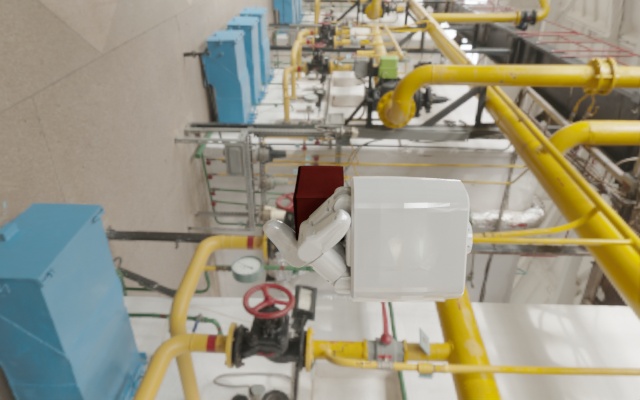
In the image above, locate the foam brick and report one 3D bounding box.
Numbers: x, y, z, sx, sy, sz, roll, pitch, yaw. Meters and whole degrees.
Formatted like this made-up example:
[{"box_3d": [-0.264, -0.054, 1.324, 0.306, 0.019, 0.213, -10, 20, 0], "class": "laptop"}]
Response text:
[{"box_3d": [0.000, 0.001, 0.514, 0.051, 0.053, 0.078, -1, 30, 2], "class": "foam brick"}]
